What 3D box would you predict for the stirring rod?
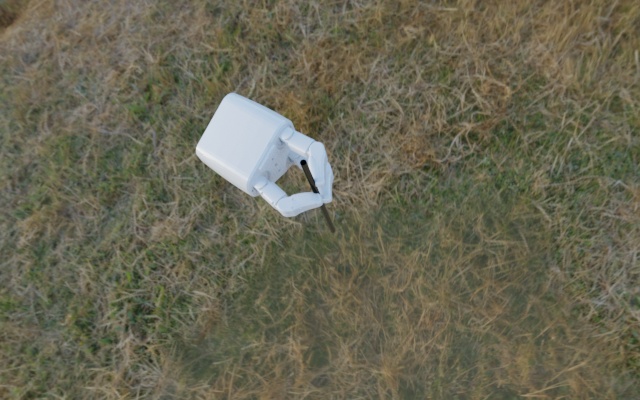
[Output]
[{"bbox_3d":[0.000,0.002,0.667,0.011,0.011,0.240,0,-23,11],"label":"stirring rod"}]
